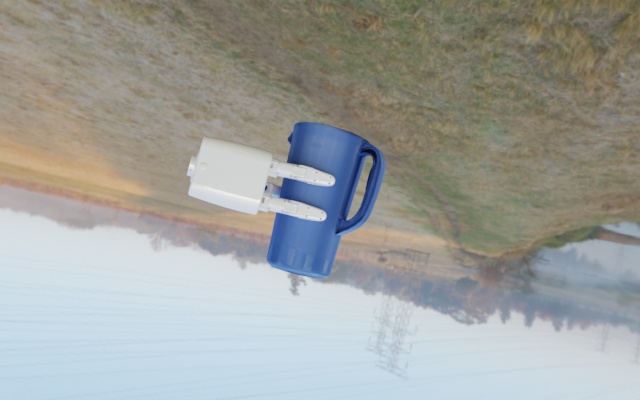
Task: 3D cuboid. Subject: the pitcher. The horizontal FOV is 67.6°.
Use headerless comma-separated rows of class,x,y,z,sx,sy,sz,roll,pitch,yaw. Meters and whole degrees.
pitcher,0.000,0.003,0.788,0.145,0.243,0.149,15,-4,-16
